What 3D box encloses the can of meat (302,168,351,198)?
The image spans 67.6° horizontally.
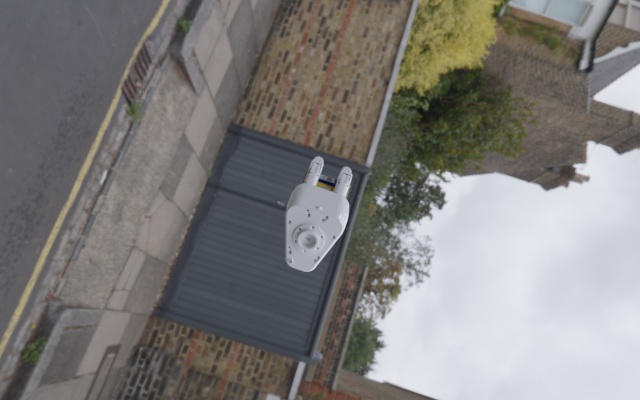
[{"bbox_3d":[0.000,0.003,0.872,0.084,0.102,0.057,19,15,0],"label":"can of meat"}]
